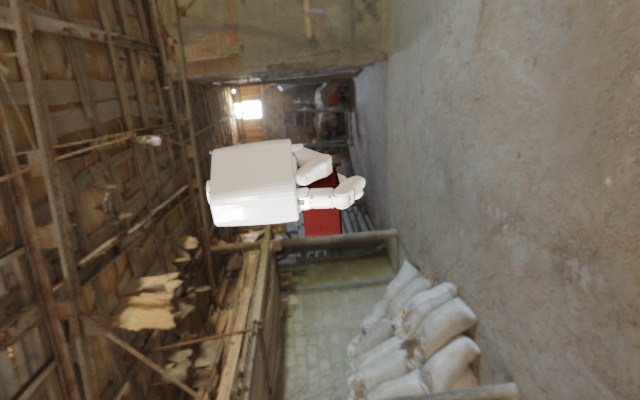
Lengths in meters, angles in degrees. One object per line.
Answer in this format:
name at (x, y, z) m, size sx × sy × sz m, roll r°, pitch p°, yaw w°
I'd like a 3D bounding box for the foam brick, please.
foam brick at (0.000, 0.002, 0.642) m, size 0.051 × 0.078 × 0.053 m, roll -6°, pitch 32°, yaw -3°
